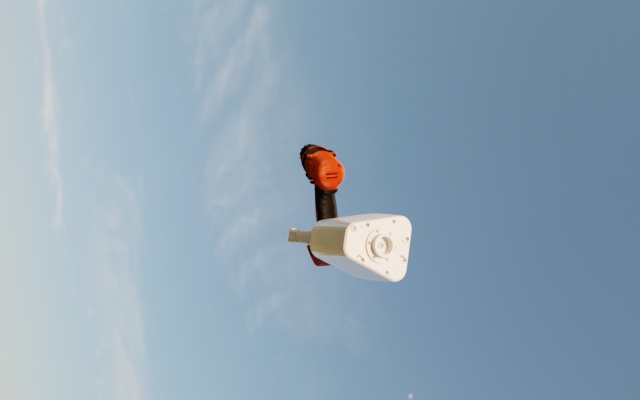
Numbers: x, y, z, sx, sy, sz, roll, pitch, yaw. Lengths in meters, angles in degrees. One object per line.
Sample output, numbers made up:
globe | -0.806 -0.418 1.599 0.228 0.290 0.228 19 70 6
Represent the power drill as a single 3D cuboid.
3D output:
power drill | 0.000 0.003 0.807 0.057 0.188 0.184 -8 17 -9
